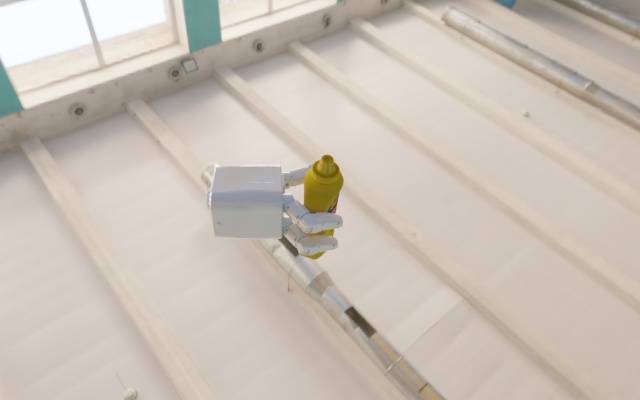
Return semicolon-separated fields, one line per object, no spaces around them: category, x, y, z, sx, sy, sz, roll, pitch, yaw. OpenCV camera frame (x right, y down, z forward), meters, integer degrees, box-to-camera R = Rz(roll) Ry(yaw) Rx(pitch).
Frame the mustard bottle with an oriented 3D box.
mustard bottle;0.000;0.003;0.745;0.058;0.096;0.192;18;-40;9
